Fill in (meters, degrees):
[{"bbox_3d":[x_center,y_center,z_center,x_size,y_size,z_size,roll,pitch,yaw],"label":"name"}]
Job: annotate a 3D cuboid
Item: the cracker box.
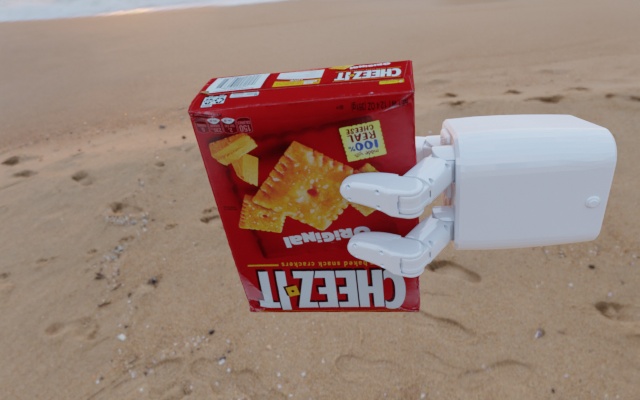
[{"bbox_3d":[0.000,0.001,0.405,0.164,0.214,0.072,-2,34,10],"label":"cracker box"}]
